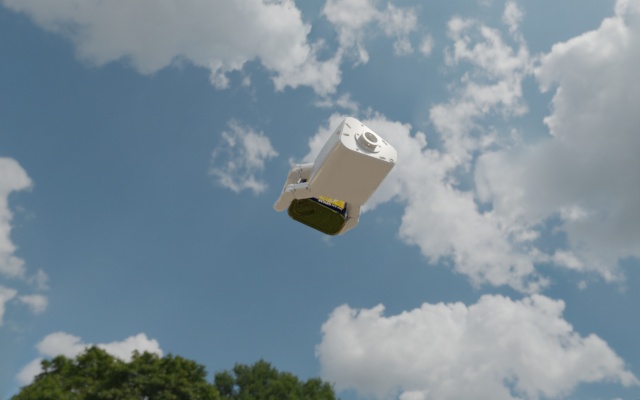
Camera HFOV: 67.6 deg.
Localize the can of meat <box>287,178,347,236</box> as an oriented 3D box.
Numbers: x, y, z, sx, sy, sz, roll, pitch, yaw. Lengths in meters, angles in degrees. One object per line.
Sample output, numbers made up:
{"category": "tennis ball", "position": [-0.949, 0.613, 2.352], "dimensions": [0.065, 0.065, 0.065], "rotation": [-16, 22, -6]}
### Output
{"category": "can of meat", "position": [0.000, 0.003, 0.866], "dimensions": [0.102, 0.057, 0.084], "rotation": [24, 41, -8]}
